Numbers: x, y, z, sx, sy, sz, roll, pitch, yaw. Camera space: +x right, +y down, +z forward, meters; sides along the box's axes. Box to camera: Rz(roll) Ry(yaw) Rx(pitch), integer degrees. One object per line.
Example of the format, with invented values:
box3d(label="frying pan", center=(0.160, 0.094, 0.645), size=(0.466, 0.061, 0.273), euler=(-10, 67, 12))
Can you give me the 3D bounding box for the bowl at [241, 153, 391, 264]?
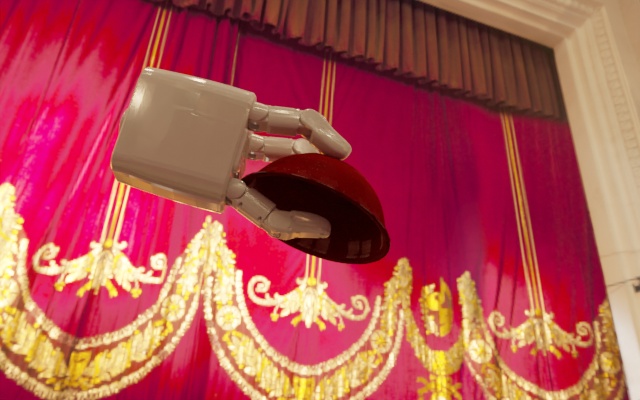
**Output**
box3d(label="bowl", center=(0.001, 0.002, 0.482), size=(0.162, 0.055, 0.162), euler=(19, -28, 10))
